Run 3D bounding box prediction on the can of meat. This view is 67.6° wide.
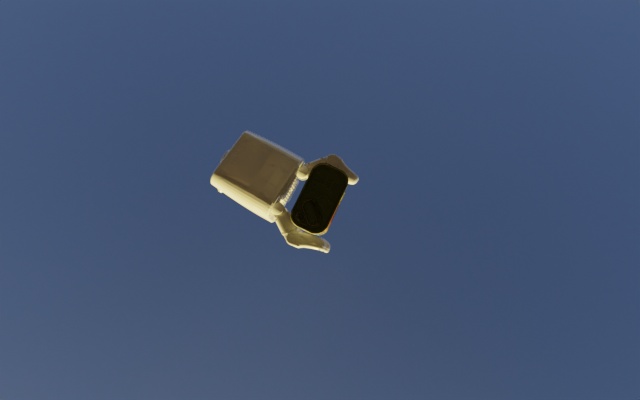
[{"bbox_3d":[0.000,0.002,0.723,0.057,0.102,0.084,25,-7,5],"label":"can of meat"}]
